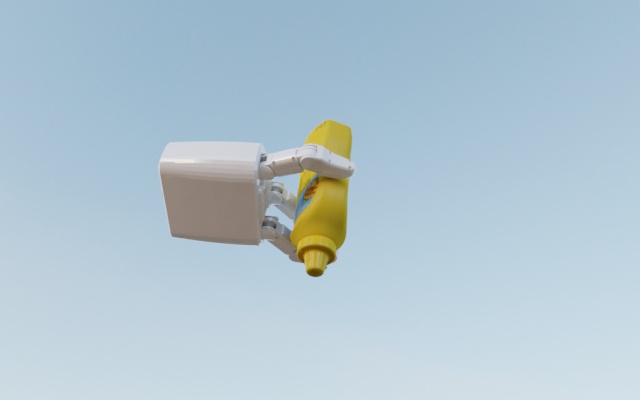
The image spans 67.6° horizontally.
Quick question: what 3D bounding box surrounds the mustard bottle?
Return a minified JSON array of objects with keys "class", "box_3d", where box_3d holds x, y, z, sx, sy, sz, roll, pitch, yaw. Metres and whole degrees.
[{"class":"mustard bottle","box_3d":[0.000,0.002,0.543,0.058,0.191,0.096,19,-44,-14]}]
